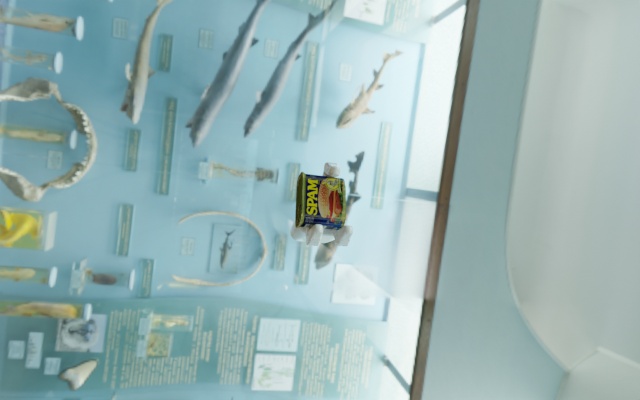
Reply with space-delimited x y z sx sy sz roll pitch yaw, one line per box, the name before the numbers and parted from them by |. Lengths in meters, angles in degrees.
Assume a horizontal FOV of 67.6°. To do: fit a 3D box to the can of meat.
can of meat | 0.000 0.003 0.887 0.084 0.102 0.057 6 -20 -13
